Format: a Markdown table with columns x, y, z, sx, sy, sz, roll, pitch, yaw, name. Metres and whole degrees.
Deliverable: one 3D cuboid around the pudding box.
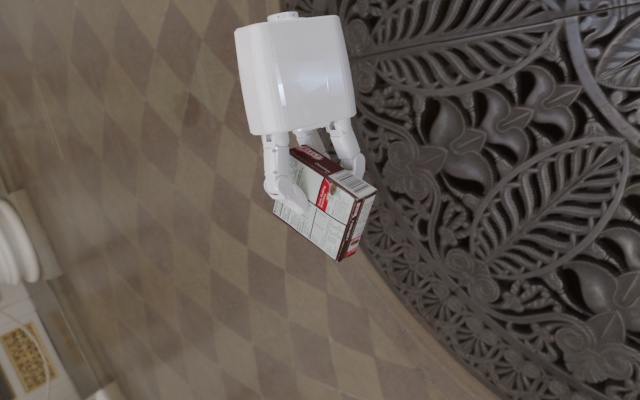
| x | y | z | sx | sy | sz | roll | pitch | yaw | name |
| --- | --- | --- | --- | --- | --- | --- | --- | --- | --- |
| 0.000 | 0.002 | 0.543 | 0.113 | 0.090 | 0.039 | 36 | 38 | 30 | pudding box |
